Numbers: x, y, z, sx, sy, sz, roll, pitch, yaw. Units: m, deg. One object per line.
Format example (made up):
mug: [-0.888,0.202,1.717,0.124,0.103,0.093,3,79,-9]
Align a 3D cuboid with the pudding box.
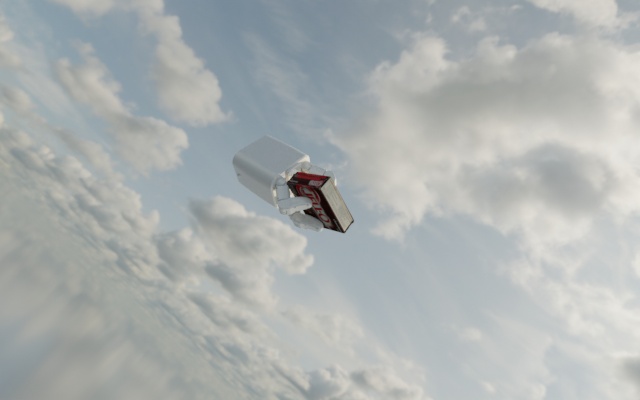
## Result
pudding box: [0.000,0.003,0.867,0.090,0.113,0.039,12,54,47]
